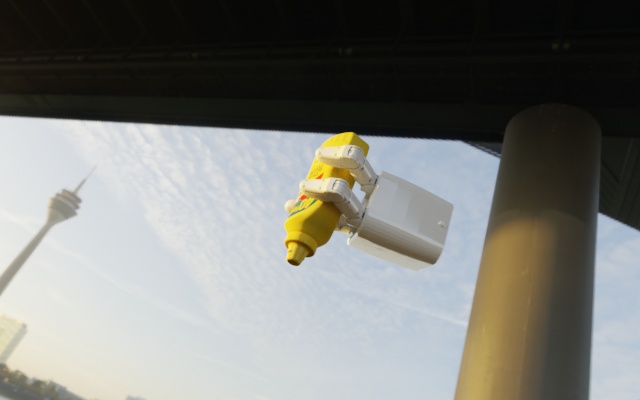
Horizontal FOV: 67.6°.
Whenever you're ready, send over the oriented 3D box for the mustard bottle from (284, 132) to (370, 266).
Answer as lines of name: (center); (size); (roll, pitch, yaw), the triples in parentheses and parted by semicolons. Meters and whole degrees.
mustard bottle: (0.000, 0.002, 0.628); (0.058, 0.191, 0.096); (37, -35, -20)
